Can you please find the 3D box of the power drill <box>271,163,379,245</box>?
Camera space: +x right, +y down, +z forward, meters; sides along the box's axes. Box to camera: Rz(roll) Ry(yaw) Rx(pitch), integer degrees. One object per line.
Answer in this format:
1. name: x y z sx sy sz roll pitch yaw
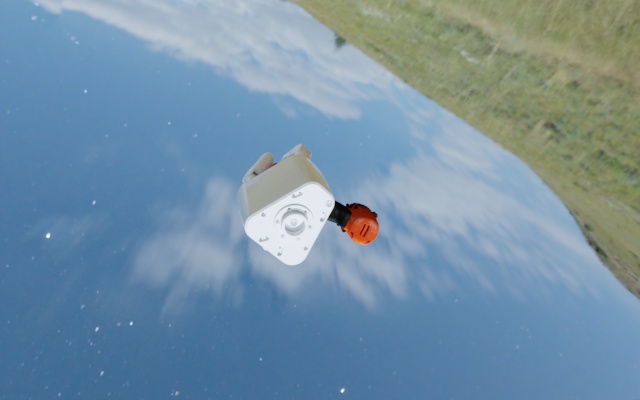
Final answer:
1. power drill: 0.000 0.002 0.755 0.187 0.057 0.184 24 3 -4
